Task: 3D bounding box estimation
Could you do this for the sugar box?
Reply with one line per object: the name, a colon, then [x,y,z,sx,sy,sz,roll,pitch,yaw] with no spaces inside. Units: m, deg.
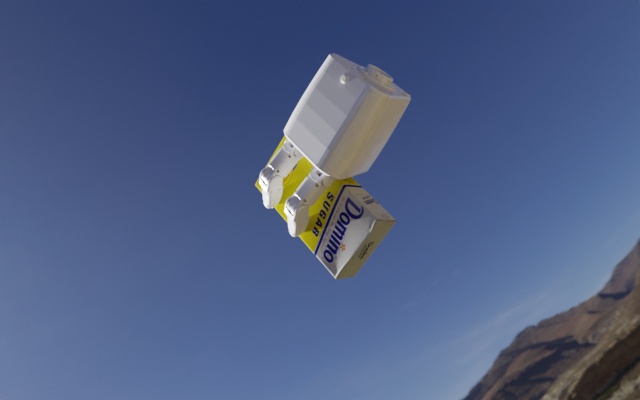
sugar box: [0.000,0.002,0.586,0.048,0.093,0.176,4,36,-51]
